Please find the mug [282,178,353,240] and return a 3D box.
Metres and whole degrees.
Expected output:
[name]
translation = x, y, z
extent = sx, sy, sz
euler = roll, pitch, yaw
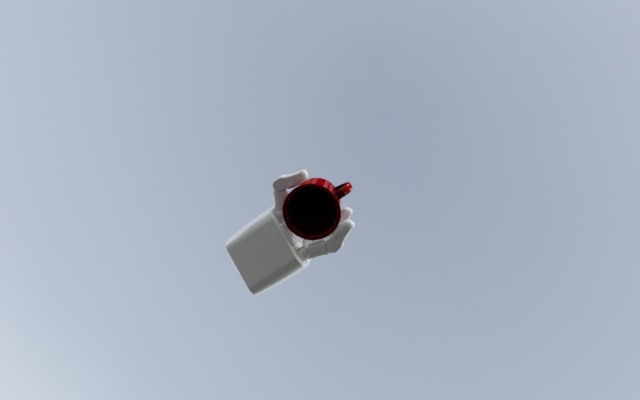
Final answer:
[mug]
translation = 0.001, 0.002, 0.783
extent = 0.117, 0.093, 0.081
euler = -33, 9, 13
